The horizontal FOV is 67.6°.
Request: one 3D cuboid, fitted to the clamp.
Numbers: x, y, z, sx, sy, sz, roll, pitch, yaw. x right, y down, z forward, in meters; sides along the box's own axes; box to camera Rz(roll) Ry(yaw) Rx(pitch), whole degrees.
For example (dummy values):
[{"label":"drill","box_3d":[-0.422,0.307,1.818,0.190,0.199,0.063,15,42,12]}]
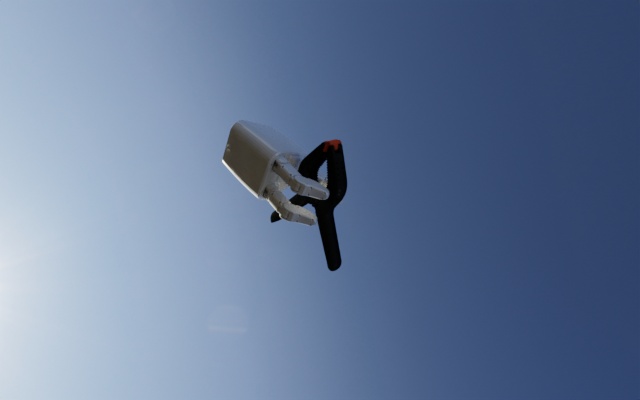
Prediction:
[{"label":"clamp","box_3d":[0.001,0.002,0.776,0.164,0.210,0.036,41,37,25]}]
